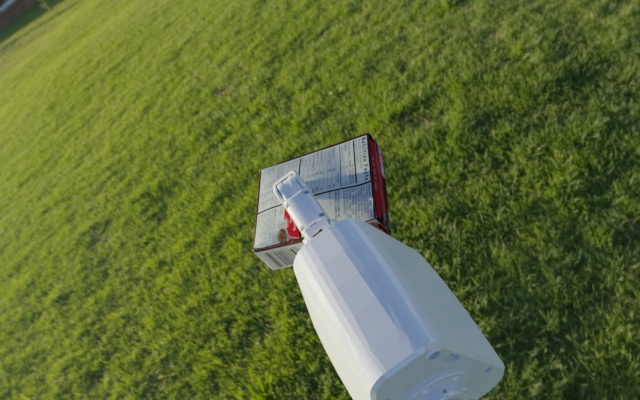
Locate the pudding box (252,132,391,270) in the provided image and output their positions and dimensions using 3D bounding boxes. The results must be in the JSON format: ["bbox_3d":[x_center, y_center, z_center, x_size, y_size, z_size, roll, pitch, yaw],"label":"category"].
[{"bbox_3d":[0.000,0.001,0.404,0.113,0.090,0.039,-15,-38,21],"label":"pudding box"}]
